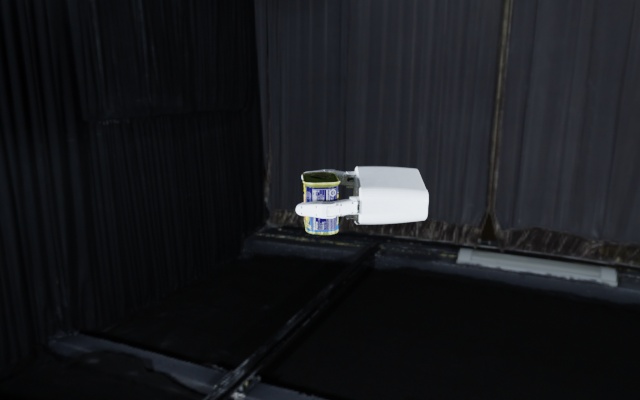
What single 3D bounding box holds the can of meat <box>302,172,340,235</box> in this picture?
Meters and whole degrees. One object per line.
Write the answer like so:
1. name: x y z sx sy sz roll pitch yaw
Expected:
1. can of meat: 0.000 0.003 0.777 0.057 0.084 0.102 -1 13 -4
